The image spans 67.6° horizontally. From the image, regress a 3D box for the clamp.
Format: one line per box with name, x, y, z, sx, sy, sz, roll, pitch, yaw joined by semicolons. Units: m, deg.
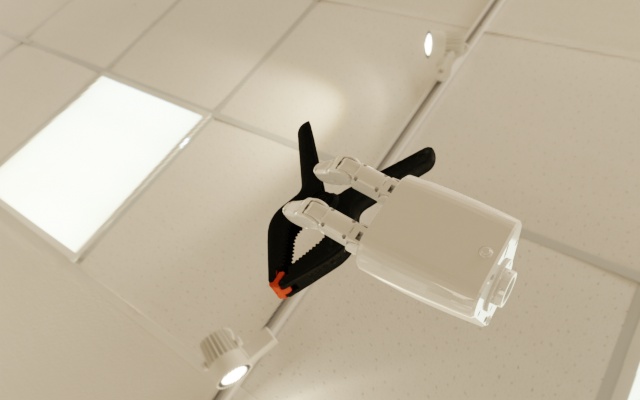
clamp;0.000;0.003;0.496;0.164;0.210;0.036;23;-25;31
